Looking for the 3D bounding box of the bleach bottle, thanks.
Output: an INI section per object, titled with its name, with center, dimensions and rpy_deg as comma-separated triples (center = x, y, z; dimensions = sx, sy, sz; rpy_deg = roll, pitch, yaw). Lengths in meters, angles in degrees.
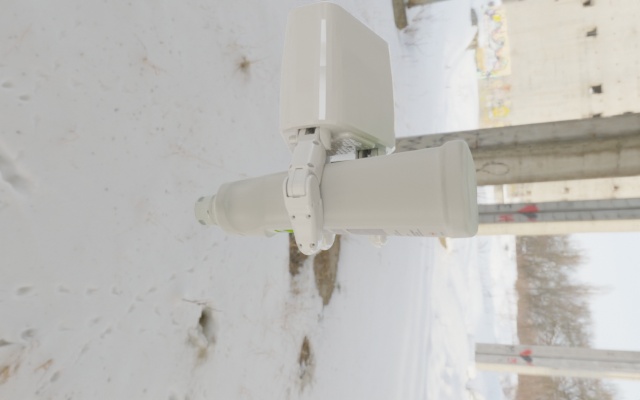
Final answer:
[bleach bottle]
center = 0.000, 0.001, 0.408
dimensions = 0.251, 0.068, 0.102
rpy_deg = -4, -12, 21
